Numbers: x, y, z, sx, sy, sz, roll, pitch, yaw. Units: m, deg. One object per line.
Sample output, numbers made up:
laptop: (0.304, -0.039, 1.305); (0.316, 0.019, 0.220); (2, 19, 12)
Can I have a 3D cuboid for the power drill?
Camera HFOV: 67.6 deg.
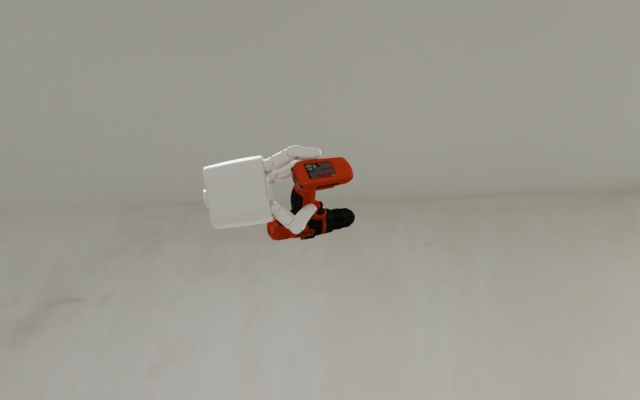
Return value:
power drill: (0.000, 0.003, 0.893); (0.184, 0.057, 0.188); (-10, -37, -24)
